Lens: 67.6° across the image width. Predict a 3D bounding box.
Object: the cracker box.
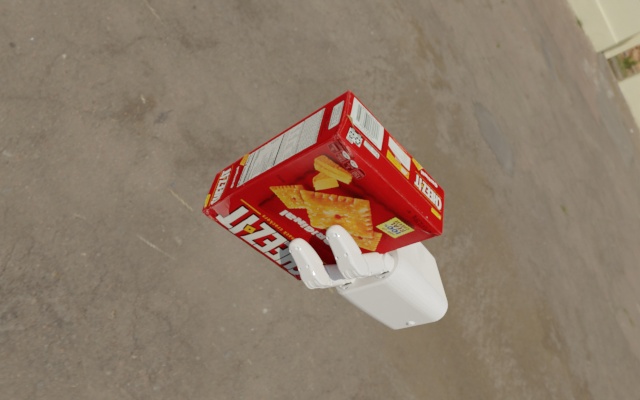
[{"bbox_3d":[0.000,0.002,0.524,0.214,0.072,0.164,-25,-54,38],"label":"cracker box"}]
